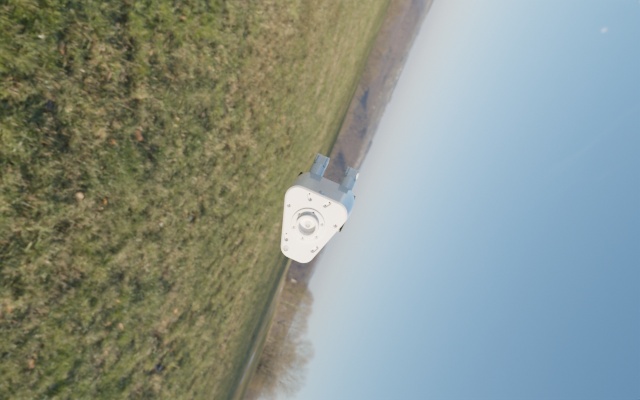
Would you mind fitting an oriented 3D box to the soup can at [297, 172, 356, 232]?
[{"bbox_3d":[0.000,0.003,0.801,0.102,0.068,0.068,24,1,2],"label":"soup can"}]
